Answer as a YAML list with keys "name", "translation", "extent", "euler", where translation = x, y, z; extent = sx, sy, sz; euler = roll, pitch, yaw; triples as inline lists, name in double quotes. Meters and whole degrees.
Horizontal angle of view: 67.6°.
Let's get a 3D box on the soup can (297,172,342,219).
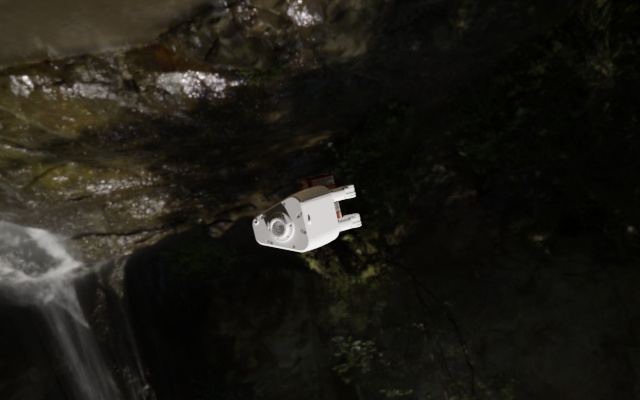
- name: "soup can"
  translation: [0.000, 0.003, 0.891]
  extent: [0.068, 0.102, 0.068]
  euler: [-12, 3, 1]
